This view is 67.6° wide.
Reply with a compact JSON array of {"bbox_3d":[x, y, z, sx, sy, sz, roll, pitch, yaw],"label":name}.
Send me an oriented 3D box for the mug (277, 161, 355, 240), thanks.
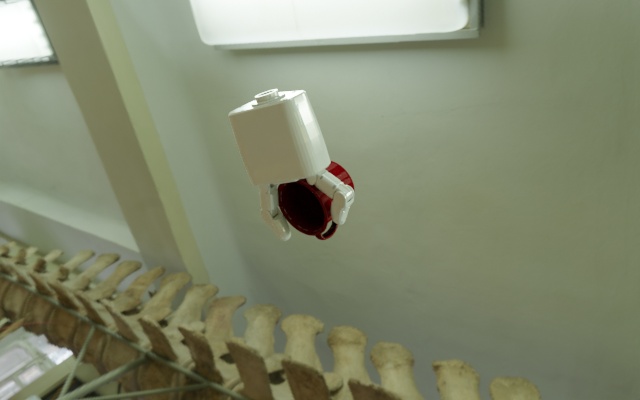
[{"bbox_3d":[0.001,0.003,0.708,0.093,0.117,0.081,2,30,42],"label":"mug"}]
